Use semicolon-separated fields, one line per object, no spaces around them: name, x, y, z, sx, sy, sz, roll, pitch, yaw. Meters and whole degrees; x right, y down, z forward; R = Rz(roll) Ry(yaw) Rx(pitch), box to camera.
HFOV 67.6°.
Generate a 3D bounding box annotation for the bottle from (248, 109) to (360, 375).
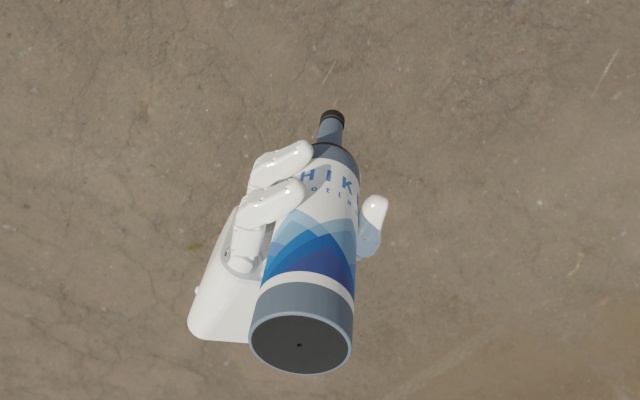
bottle;0.000;0.001;0.416;0.069;0.069;0.295;0;38;7
